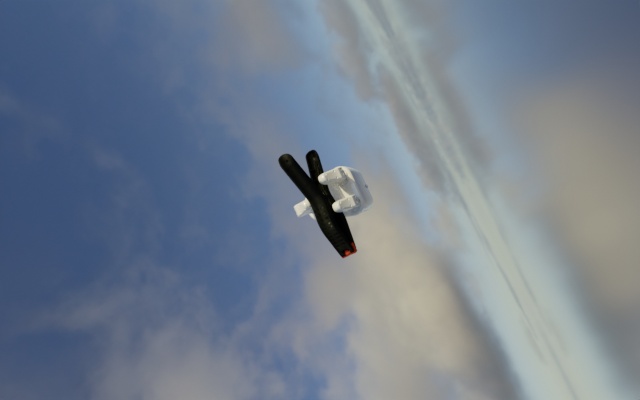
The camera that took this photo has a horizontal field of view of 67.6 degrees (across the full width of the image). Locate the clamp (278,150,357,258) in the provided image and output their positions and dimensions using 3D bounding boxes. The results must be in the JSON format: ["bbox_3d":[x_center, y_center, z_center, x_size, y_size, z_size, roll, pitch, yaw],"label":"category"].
[{"bbox_3d":[0.000,0.004,0.827,0.036,0.210,0.164,-27,-7,19],"label":"clamp"}]
